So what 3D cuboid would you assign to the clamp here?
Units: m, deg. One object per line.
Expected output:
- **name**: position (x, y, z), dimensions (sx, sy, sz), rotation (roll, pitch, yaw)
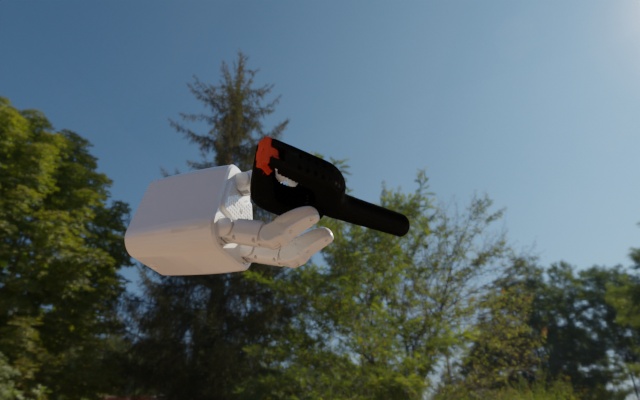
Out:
- **clamp**: position (0.000, 0.001, 0.493), dimensions (0.164, 0.036, 0.210), rotation (-8, -29, 14)
